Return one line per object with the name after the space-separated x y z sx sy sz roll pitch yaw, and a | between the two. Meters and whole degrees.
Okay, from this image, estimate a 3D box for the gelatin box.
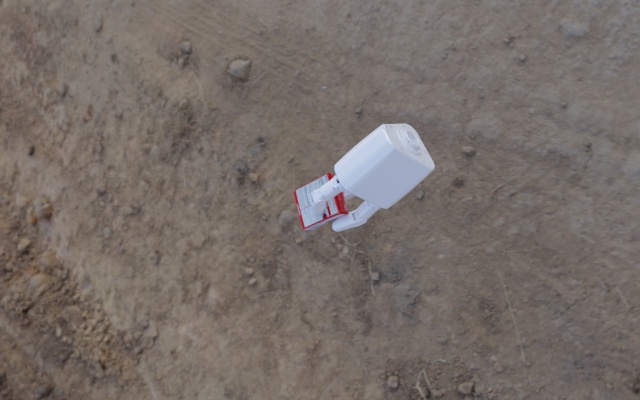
0.000 0.003 0.820 0.089 0.073 0.030 -26 -17 36 | gelatin box
